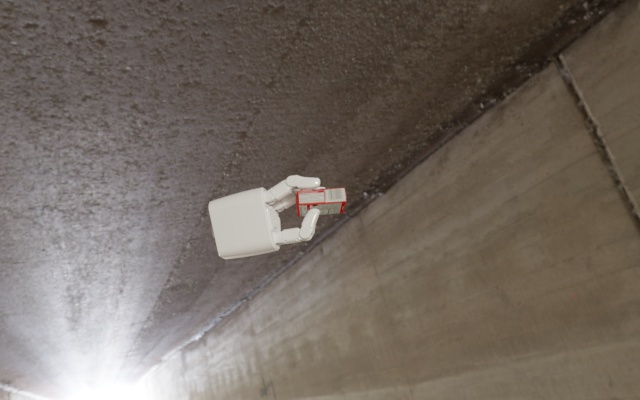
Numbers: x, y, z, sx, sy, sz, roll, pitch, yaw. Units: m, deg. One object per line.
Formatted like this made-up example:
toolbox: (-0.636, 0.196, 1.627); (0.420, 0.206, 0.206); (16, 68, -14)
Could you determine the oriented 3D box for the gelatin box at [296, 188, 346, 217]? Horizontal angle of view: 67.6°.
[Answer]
gelatin box: (0.001, 0.003, 0.874); (0.089, 0.030, 0.073); (-4, -18, -3)
